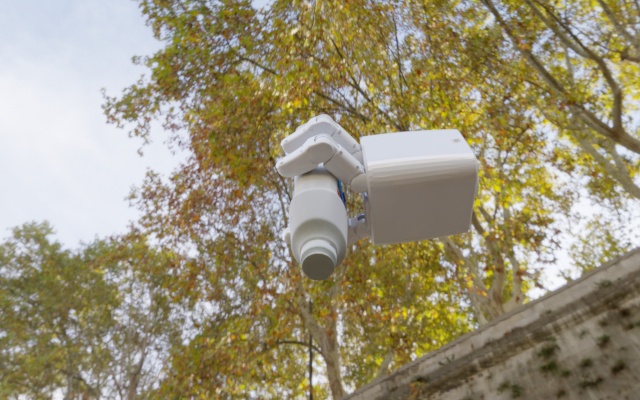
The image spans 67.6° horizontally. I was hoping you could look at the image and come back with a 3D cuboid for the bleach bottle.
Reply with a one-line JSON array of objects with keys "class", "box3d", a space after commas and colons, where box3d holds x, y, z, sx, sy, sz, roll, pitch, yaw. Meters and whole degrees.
[{"class": "bleach bottle", "box3d": [0.000, 0.002, 0.510, 0.068, 0.103, 0.250, -6, 29, 4]}]
